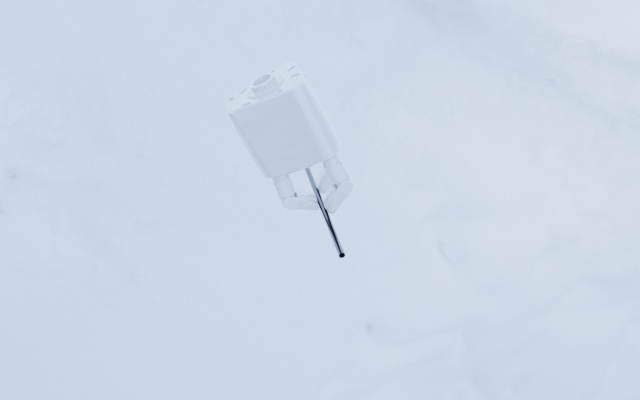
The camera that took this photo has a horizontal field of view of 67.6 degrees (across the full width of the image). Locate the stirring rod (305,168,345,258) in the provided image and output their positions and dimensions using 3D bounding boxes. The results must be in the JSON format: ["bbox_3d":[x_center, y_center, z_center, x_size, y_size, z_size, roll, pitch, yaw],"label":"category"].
[{"bbox_3d":[0.000,0.002,0.674,0.011,0.011,0.239,0,32,-15],"label":"stirring rod"}]
